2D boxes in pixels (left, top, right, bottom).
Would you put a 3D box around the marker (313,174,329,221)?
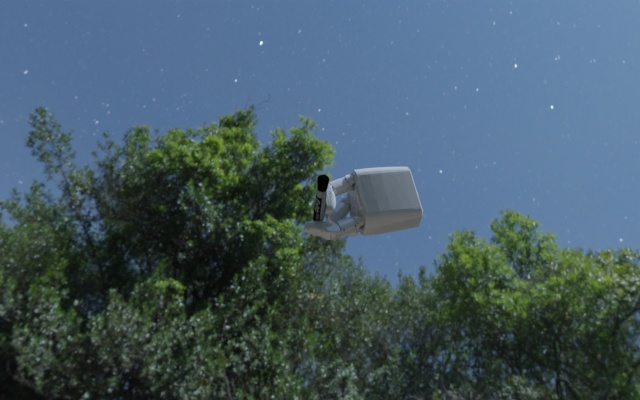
[{"bbox_3d":[0.000,0.003,0.780,0.020,0.020,0.121,0,-41,-7],"label":"marker"}]
